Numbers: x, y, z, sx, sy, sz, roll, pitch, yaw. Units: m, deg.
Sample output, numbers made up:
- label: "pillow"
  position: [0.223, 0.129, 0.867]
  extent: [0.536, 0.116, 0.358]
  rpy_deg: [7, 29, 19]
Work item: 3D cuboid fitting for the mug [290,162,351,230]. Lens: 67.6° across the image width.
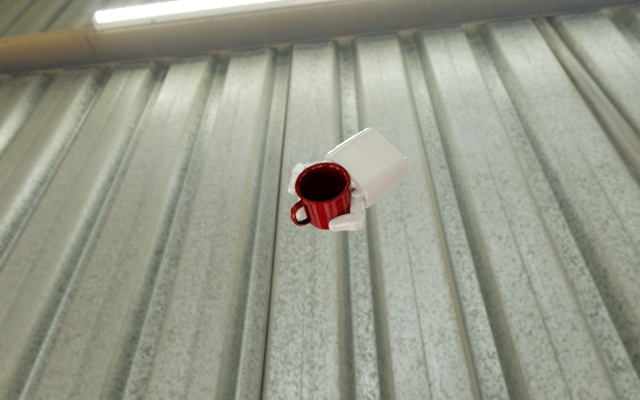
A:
- label: "mug"
  position: [-0.001, 0.004, 0.806]
  extent: [0.117, 0.082, 0.093]
  rpy_deg: [-36, 52, -19]
